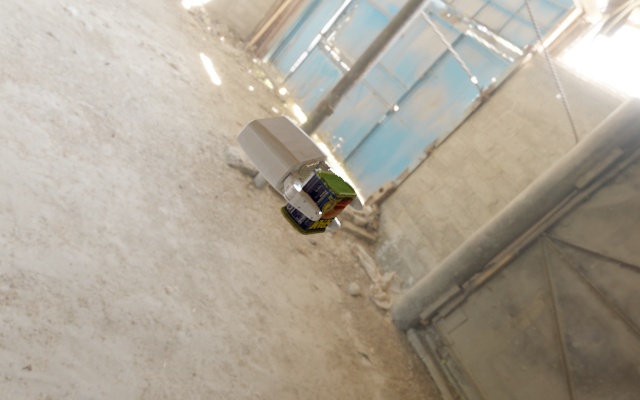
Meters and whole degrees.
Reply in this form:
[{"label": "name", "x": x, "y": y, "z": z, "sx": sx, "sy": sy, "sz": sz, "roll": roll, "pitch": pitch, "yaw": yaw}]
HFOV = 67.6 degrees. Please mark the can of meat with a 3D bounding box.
[{"label": "can of meat", "x": 0.000, "y": 0.002, "z": 0.731, "sx": 0.084, "sy": 0.057, "sz": 0.102, "roll": -47, "pitch": -18, "yaw": 17}]
